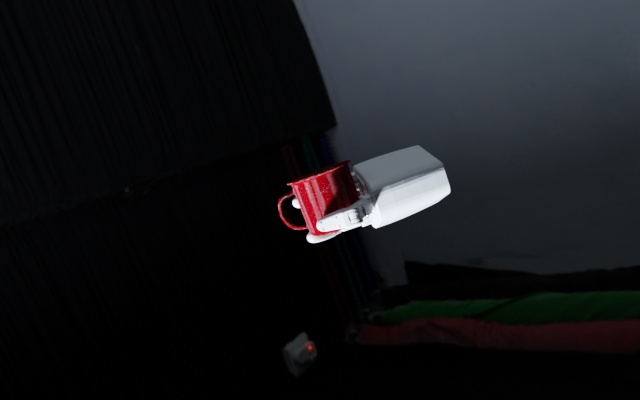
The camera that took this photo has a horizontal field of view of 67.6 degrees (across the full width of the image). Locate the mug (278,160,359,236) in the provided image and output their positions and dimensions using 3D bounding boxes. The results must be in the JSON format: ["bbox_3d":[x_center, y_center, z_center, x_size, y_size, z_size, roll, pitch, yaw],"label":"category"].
[{"bbox_3d":[-0.001,0.003,0.657,0.117,0.081,0.093,-21,6,-2],"label":"mug"}]
